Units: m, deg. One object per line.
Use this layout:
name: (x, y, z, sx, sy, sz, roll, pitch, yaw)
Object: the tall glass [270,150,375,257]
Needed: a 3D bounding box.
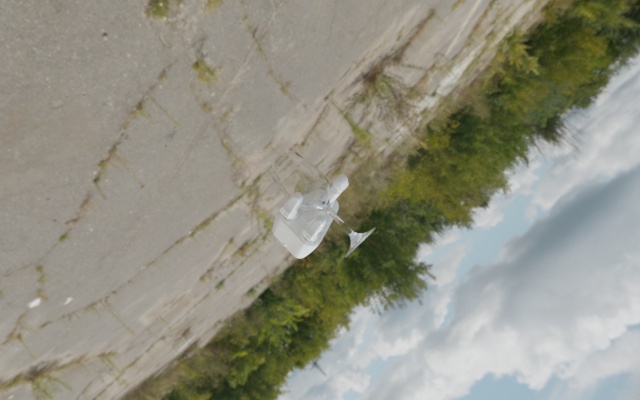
tall glass: (0.001, 0.003, 0.842, 0.079, 0.201, 0.079, -44, -6, -6)
